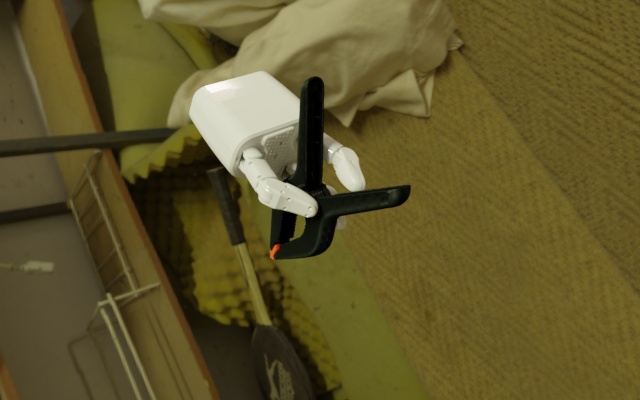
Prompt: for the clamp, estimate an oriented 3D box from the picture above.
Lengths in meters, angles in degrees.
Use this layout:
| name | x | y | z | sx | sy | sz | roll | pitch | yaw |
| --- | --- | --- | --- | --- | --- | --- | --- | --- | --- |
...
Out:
| name | x | y | z | sx | sy | sz | roll | pitch | yaw |
| --- | --- | --- | --- | --- | --- | --- | --- | --- | --- |
| clamp | -0.001 | 0.002 | 0.504 | 0.036 | 0.210 | 0.164 | -11 | 49 | -41 |
